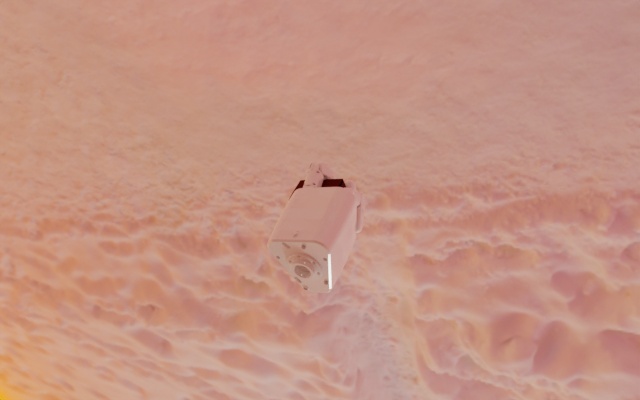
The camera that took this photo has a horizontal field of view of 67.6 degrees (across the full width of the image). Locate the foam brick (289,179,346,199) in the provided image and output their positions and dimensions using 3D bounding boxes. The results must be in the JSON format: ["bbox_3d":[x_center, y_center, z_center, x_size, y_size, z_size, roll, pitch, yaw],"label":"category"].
[{"bbox_3d":[0.000,0.002,0.734,0.078,0.053,0.051,-1,40,28],"label":"foam brick"}]
